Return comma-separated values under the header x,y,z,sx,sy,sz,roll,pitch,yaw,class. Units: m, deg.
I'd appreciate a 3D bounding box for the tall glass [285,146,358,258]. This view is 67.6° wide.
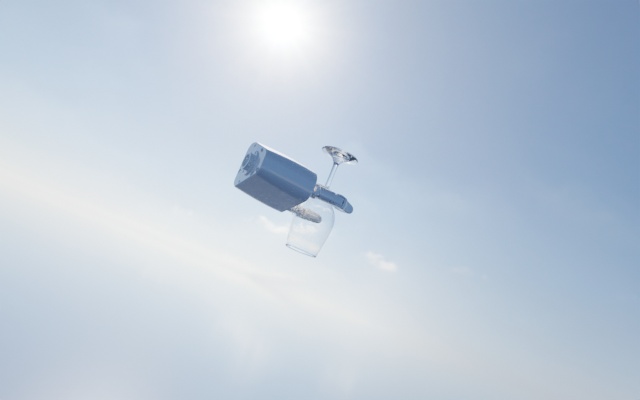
x,y,z,sx,sy,sz,roll,pitch,yaw,class
0.001,0.002,0.895,0.079,0.201,0.079,21,-11,4,tall glass
